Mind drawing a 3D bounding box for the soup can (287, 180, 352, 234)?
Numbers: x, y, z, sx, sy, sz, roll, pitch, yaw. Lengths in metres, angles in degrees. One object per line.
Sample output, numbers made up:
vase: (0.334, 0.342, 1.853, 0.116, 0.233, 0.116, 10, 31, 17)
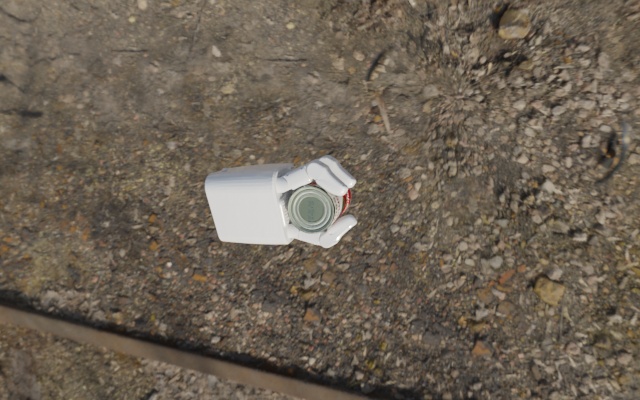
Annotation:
soup can: (0.001, 0.002, 0.674, 0.068, 0.068, 0.102, 0, 12, 16)
